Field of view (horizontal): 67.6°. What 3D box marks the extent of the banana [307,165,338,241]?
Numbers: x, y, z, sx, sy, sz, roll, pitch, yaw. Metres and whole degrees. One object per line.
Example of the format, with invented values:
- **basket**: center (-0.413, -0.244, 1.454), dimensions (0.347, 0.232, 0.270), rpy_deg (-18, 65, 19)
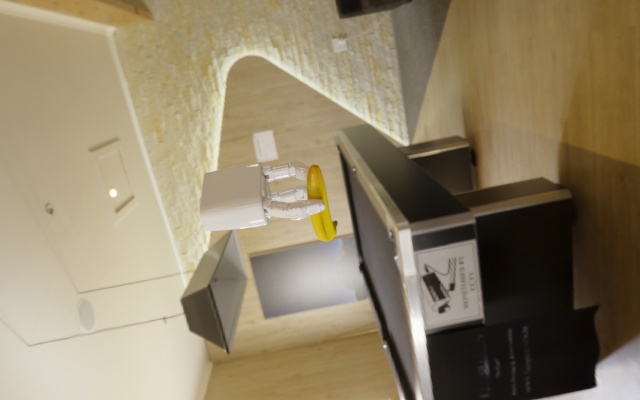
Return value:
- **banana**: center (0.001, 0.020, 0.834), dimensions (0.037, 0.069, 0.198), rpy_deg (-7, -33, 7)
